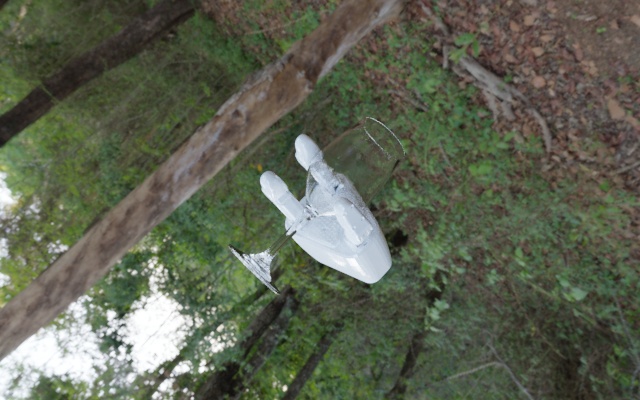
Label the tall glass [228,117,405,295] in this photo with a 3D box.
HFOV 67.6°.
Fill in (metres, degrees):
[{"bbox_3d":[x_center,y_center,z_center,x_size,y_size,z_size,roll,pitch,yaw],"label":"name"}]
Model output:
[{"bbox_3d":[0.000,0.002,0.508,0.079,0.201,0.079,43,-8,7],"label":"tall glass"}]
